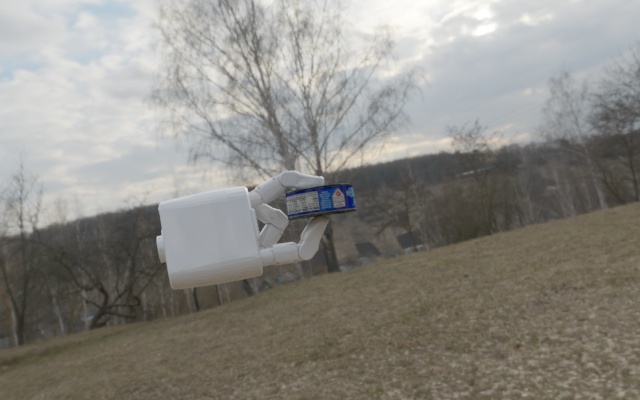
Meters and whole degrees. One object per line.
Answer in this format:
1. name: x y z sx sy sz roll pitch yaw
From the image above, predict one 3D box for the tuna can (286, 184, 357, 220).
1. tuna can: 0.000 0.001 0.591 0.086 0.034 0.086 -8 -3 0
